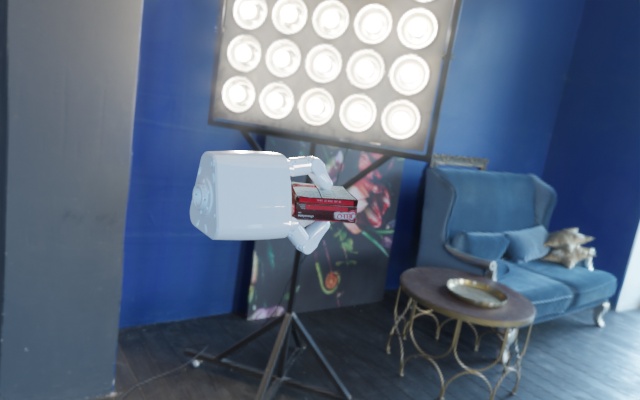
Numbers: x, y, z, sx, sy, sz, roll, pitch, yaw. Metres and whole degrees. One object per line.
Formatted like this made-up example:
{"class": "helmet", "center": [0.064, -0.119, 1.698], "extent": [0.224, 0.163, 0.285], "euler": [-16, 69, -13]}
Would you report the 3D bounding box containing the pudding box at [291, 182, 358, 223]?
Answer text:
{"class": "pudding box", "center": [0.000, 0.002, 0.707], "extent": [0.090, 0.039, 0.113], "euler": [5, 13, -9]}
